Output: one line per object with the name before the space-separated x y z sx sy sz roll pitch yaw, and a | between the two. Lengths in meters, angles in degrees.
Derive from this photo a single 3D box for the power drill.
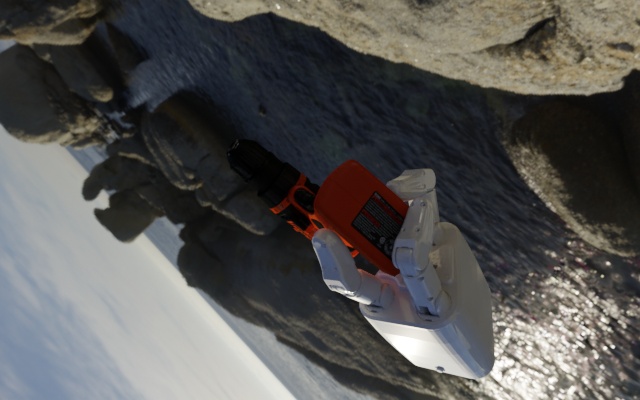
power drill | 0.000 0.002 0.459 0.184 0.057 0.187 39 -10 -19
